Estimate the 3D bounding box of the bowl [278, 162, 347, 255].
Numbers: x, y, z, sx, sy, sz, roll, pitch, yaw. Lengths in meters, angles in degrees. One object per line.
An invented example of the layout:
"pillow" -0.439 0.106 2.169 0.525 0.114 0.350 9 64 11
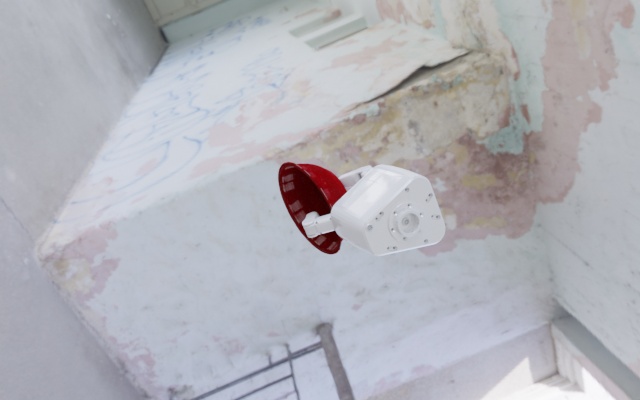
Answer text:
"bowl" 0.000 0.002 0.753 0.055 0.162 0.162 -30 14 -25
